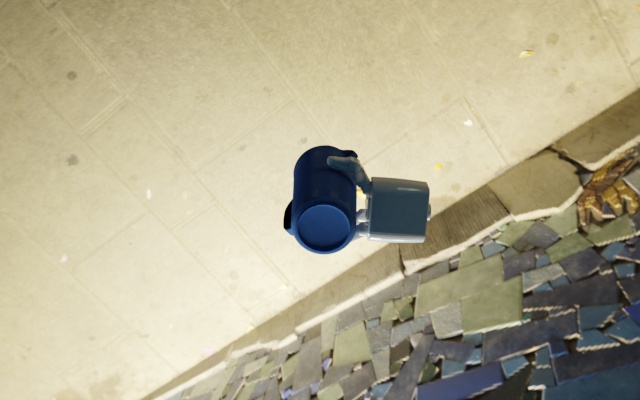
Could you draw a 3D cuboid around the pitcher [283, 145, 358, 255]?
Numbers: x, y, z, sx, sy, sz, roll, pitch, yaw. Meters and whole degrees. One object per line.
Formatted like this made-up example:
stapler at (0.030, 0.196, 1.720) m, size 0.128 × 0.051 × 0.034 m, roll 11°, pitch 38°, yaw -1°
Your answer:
pitcher at (0.000, 0.003, 0.885) m, size 0.145 × 0.149 × 0.242 m, roll 4°, pitch 24°, yaw 0°
